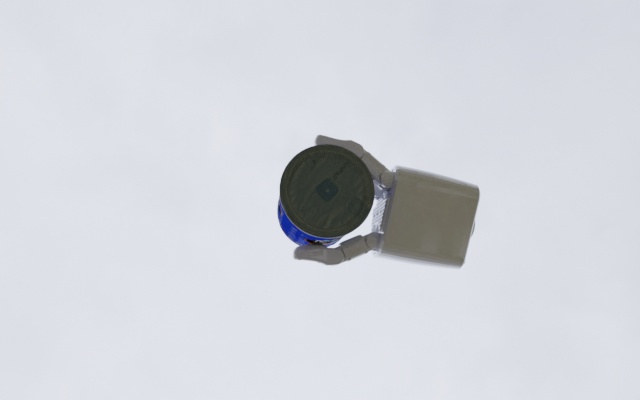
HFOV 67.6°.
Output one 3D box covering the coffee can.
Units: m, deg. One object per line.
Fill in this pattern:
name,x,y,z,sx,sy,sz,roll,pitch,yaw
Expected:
coffee can,0.000,0.002,0.575,0.103,0.102,0.140,0,-11,-6
